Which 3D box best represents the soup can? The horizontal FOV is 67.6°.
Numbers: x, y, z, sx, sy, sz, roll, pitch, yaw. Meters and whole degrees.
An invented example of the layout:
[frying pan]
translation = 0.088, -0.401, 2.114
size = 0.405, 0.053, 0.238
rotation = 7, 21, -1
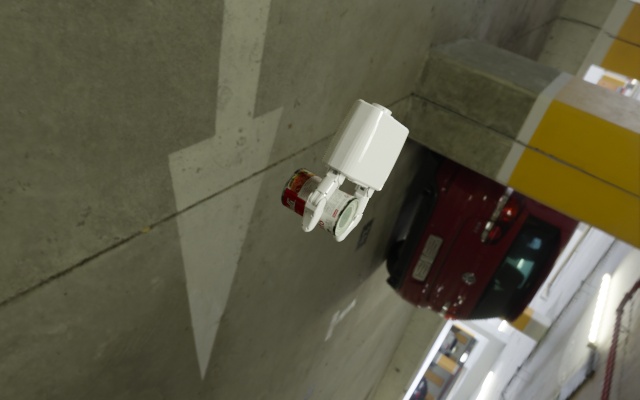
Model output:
[soup can]
translation = 0.000, 0.003, 0.733
size = 0.102, 0.068, 0.068
rotation = 30, 12, 21
